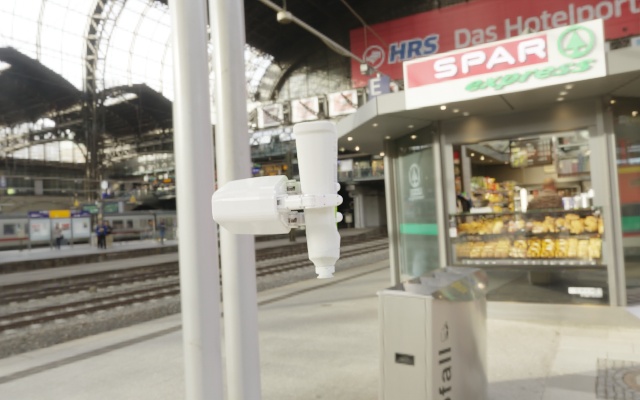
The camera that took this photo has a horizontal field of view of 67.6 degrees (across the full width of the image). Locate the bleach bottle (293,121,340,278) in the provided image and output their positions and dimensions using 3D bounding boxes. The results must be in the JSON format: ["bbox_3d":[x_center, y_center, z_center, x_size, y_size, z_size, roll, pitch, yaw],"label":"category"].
[{"bbox_3d":[0.000,0.003,0.791,0.068,0.251,0.102,-4,-2,9],"label":"bleach bottle"}]
